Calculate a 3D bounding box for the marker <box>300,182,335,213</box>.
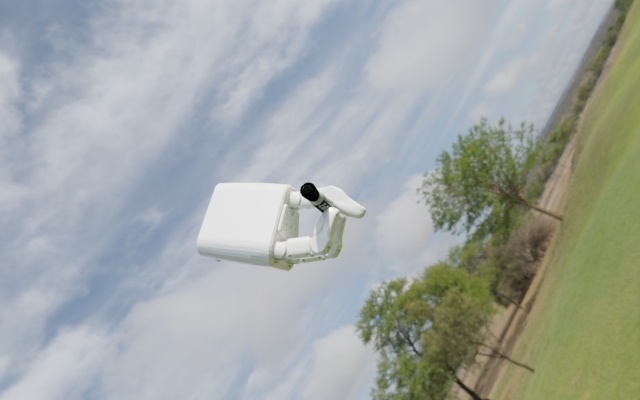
[{"bbox_3d":[0.000,0.002,0.578,0.020,0.020,0.121,0,-14,15],"label":"marker"}]
